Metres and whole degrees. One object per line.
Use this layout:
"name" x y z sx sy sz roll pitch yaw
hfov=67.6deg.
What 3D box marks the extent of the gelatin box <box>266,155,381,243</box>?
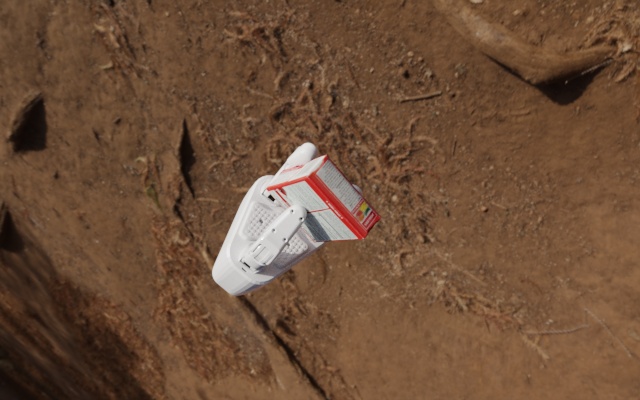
"gelatin box" 0.000 0.002 0.424 0.030 0.073 0.089 -50 18 -24
